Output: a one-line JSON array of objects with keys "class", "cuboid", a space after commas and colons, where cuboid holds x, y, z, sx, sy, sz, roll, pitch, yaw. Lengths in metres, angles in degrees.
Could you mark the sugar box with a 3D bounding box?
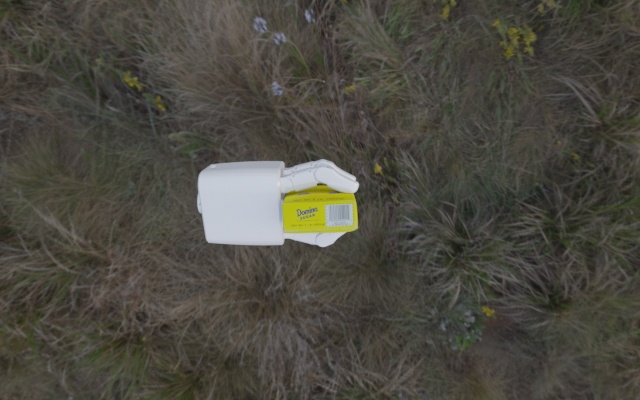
[{"class": "sugar box", "cuboid": [0.000, 0.002, 0.667, 0.093, 0.048, 0.176, -2, 14, 0]}]
